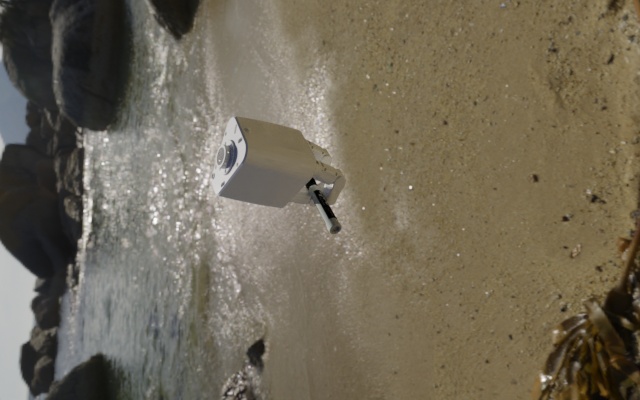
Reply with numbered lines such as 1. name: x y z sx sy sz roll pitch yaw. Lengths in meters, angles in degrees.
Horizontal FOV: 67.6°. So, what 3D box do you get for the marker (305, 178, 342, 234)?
1. marker: 0.000 0.002 0.710 0.020 0.020 0.121 0 40 -27
